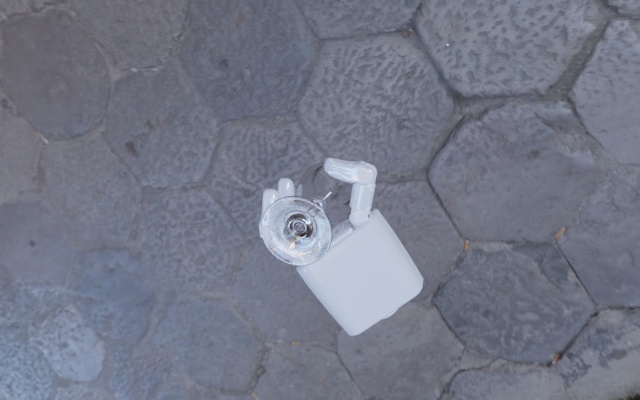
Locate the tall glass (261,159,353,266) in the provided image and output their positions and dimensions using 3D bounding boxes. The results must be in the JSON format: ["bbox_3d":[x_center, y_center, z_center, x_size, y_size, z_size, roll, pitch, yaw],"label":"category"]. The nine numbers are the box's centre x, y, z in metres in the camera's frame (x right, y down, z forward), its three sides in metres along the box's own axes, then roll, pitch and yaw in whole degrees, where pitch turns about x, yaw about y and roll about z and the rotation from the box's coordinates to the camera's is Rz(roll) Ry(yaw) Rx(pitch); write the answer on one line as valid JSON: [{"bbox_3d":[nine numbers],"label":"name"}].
[{"bbox_3d":[0.000,0.002,0.564,0.079,0.079,0.201,0,18,15],"label":"tall glass"}]
